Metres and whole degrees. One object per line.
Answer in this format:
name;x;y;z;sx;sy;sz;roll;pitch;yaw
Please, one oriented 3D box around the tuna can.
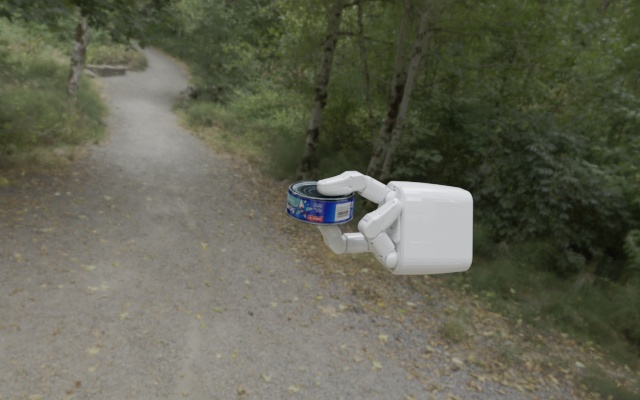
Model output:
tuna can;0.000;0.001;0.605;0.086;0.034;0.086;5;17;-1
